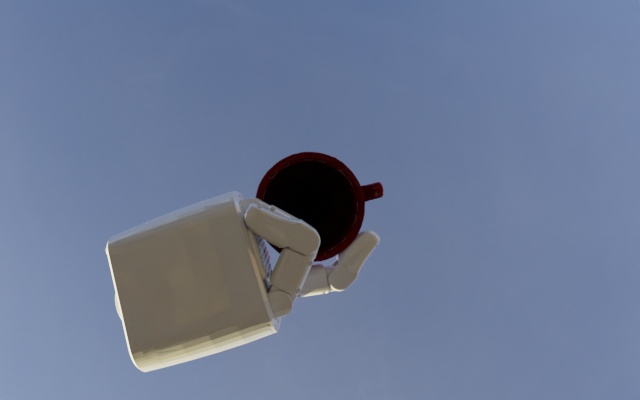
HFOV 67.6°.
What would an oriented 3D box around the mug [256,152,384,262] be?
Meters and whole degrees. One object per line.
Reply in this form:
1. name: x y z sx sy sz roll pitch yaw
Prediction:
1. mug: 0.001 0.001 0.441 0.117 0.093 0.081 -16 2 -4
